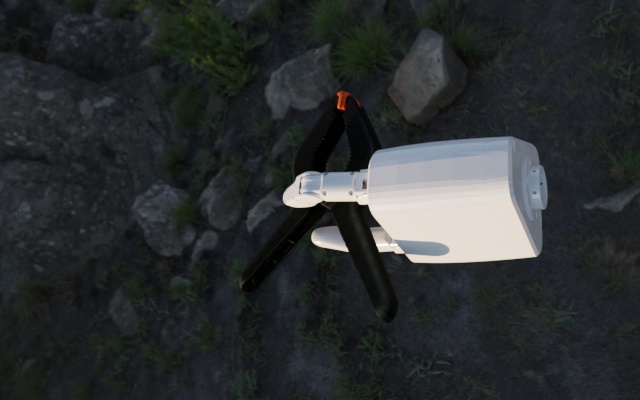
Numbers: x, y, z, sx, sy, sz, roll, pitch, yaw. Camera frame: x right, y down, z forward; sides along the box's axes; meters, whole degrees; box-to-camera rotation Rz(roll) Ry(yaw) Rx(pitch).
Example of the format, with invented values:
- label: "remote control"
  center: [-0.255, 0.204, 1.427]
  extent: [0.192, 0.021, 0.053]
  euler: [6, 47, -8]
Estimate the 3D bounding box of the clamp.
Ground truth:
- label: "clamp"
  center: [0.000, 0.001, 0.446]
  extent: [0.164, 0.210, 0.036]
  euler: [-4, -18, 31]
